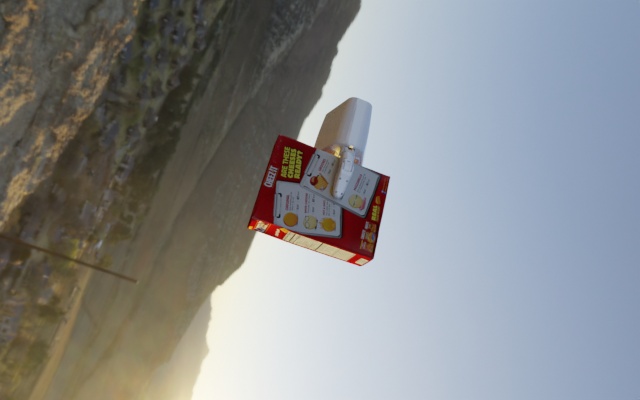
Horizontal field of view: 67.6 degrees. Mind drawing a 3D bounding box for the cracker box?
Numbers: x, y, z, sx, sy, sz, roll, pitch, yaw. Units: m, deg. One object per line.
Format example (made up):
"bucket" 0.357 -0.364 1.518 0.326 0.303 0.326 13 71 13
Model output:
"cracker box" 0.000 0.003 0.826 0.214 0.164 0.072 20 -26 -10
